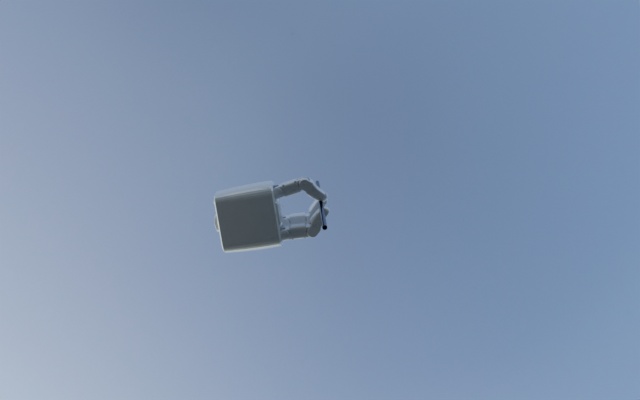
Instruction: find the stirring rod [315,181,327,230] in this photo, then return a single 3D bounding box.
[{"bbox_3d":[0.000,0.003,0.856,0.011,0.011,0.239,0,19,-3],"label":"stirring rod"}]
